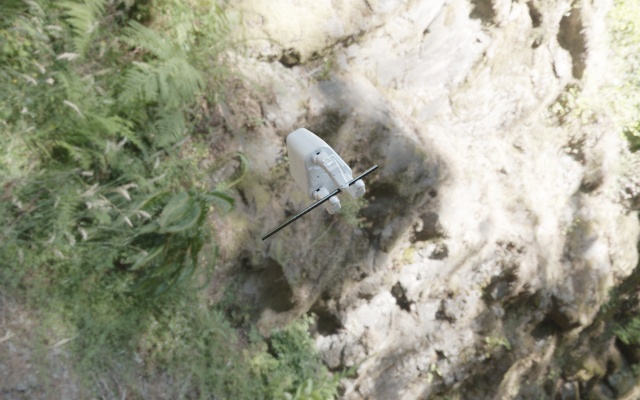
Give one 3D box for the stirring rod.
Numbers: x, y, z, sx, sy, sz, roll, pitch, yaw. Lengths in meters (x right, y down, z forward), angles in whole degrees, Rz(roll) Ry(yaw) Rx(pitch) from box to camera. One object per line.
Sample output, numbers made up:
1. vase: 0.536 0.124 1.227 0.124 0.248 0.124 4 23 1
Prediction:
1. stirring rod: 0.000 0.003 0.833 0.239 0.011 0.011 -32 5 -9
